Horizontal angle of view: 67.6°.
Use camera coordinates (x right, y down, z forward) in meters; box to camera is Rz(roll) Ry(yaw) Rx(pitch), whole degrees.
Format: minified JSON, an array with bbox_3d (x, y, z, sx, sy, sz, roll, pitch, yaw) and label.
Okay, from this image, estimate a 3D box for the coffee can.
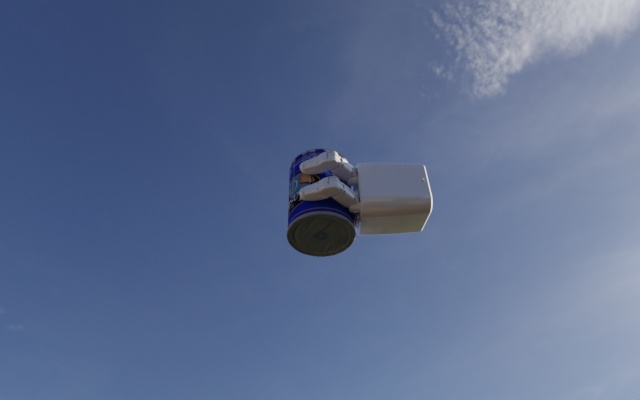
[{"bbox_3d":[0.000,0.003,0.755,0.103,0.140,0.103,-1,-42,-1],"label":"coffee can"}]
